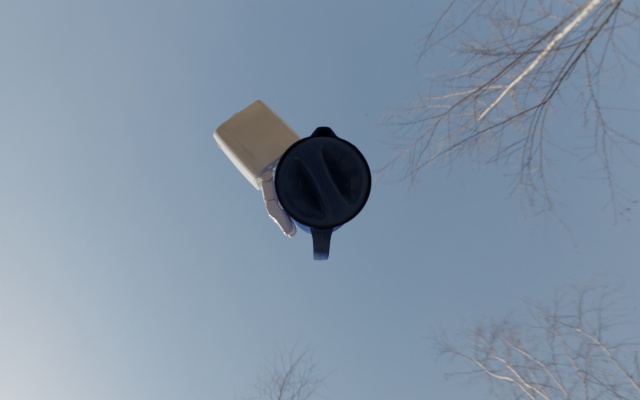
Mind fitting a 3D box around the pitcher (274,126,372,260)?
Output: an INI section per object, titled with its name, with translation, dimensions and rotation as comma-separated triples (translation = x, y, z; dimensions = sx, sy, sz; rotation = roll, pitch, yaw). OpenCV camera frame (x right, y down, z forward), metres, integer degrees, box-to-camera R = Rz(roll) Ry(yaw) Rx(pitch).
[pitcher]
translation = 0.000, 0.002, 0.761
dimensions = 0.145, 0.149, 0.243
rotation = 44, -8, 6
